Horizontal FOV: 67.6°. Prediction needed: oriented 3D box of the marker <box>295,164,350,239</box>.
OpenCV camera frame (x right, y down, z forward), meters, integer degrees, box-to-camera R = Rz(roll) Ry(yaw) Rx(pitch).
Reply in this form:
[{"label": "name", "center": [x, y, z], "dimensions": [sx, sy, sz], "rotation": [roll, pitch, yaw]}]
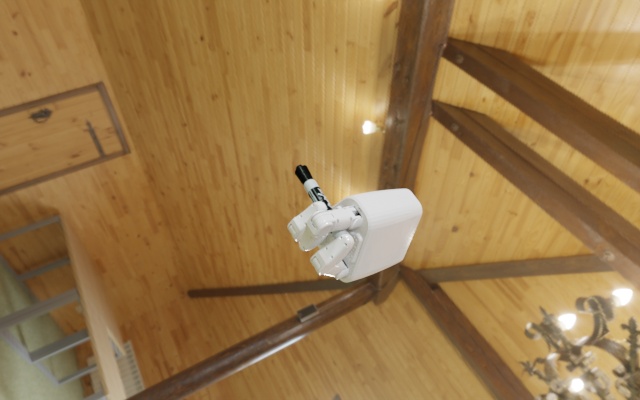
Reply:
[{"label": "marker", "center": [0.000, 0.002, 0.605], "dimensions": [0.020, 0.121, 0.020], "rotation": [-26, -26, -13]}]
